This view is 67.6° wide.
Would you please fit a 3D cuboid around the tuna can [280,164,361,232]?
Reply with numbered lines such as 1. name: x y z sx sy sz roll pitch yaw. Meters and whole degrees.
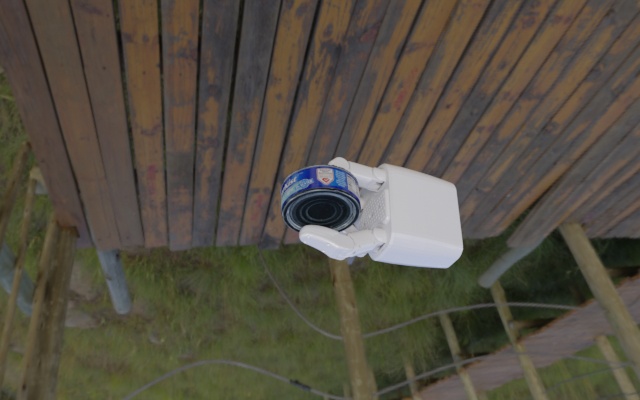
1. tuna can: 0.000 0.002 0.511 0.086 0.033 0.086 -2 -38 -2
